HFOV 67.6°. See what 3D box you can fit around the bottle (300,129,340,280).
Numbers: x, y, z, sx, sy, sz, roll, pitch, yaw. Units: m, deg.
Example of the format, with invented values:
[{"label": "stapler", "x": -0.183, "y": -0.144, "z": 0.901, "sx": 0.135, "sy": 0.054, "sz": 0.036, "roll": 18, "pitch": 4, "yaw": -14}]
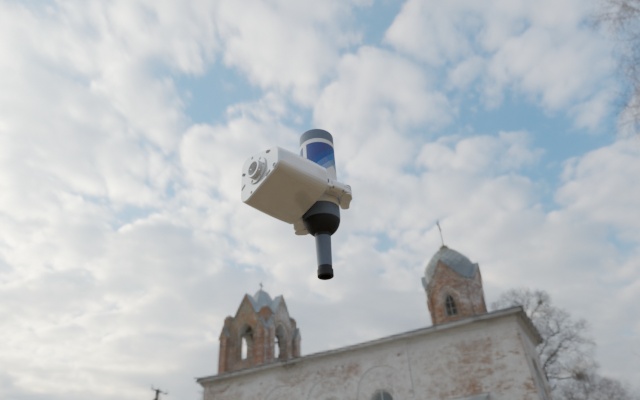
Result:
[{"label": "bottle", "x": 0.000, "y": 0.003, "z": 0.862, "sx": 0.069, "sy": 0.295, "sz": 0.069, "roll": -3, "pitch": -33, "yaw": -2}]
